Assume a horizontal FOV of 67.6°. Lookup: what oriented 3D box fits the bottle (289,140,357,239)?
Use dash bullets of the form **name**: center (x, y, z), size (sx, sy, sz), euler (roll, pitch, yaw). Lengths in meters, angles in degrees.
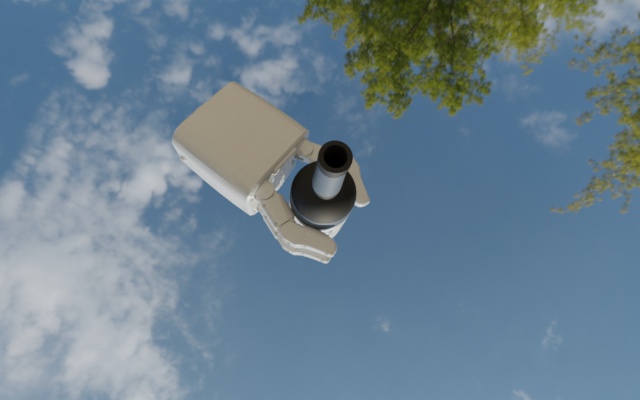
- **bottle**: center (0.000, 0.002, 0.513), size (0.069, 0.069, 0.296), euler (0, -14, -5)
